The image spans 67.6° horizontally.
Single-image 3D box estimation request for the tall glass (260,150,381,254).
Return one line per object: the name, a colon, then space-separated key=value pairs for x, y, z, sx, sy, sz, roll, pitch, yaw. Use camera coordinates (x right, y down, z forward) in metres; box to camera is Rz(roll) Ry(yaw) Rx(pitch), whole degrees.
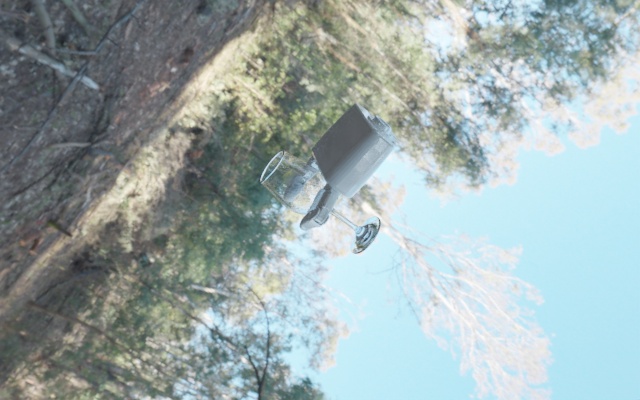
tall glass: x=0.001 y=0.003 z=0.770 sx=0.201 sy=0.079 sz=0.079 roll=36 pitch=-13 yaw=-19
